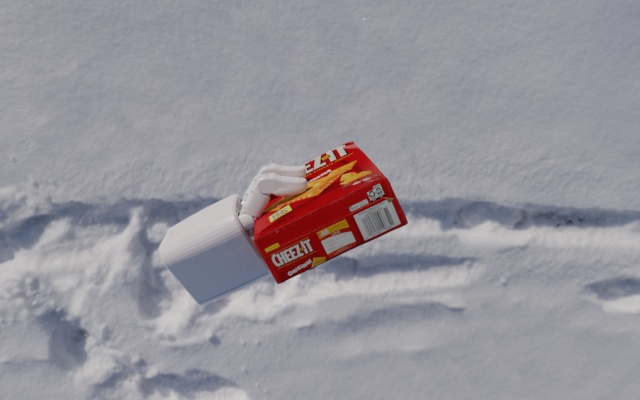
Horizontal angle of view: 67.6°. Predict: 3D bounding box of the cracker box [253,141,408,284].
[{"bbox_3d":[0.000,0.002,0.620,0.164,0.072,0.213,-26,19,2],"label":"cracker box"}]
